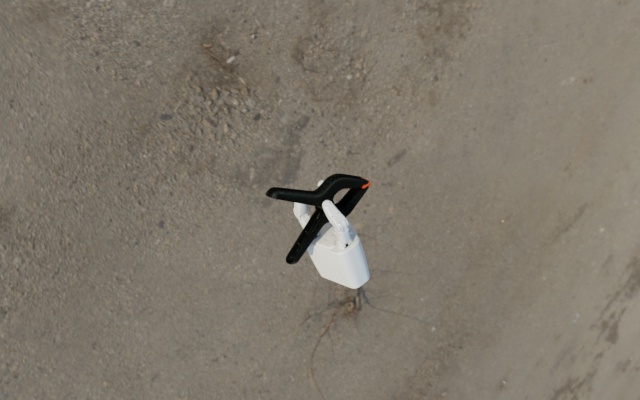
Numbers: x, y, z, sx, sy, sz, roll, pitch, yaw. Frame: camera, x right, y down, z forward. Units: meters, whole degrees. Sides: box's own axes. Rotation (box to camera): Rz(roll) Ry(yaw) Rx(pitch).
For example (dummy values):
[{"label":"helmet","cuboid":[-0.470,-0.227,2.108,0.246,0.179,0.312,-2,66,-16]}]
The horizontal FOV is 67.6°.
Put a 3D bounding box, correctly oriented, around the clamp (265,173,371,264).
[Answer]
[{"label":"clamp","cuboid":[0.001,0.003,0.865,0.210,0.165,0.036,-35,40,-18]}]
